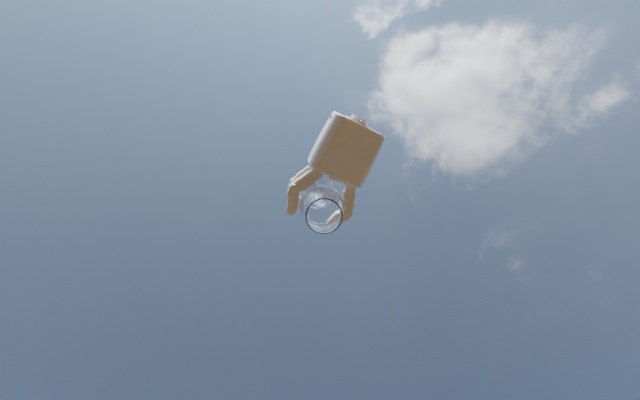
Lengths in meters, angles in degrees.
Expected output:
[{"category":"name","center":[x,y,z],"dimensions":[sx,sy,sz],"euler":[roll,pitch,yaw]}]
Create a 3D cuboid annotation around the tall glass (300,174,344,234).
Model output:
[{"category":"tall glass","center":[0.000,0.003,0.881],"dimensions":[0.079,0.079,0.201],"euler":[0,14,-3]}]
